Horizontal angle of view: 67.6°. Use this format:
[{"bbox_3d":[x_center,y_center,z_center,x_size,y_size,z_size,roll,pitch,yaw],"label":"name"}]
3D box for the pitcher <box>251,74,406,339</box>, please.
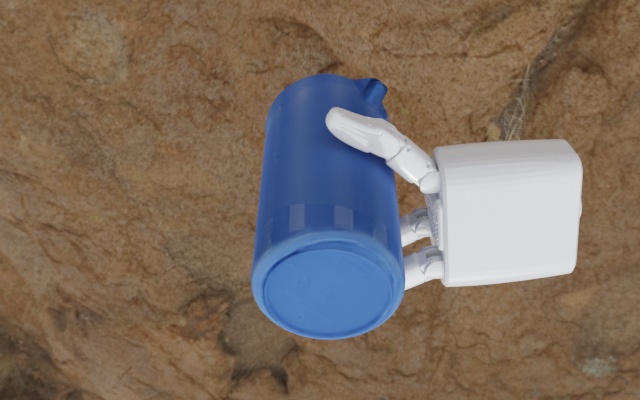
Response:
[{"bbox_3d":[0.000,0.001,0.426,0.145,0.149,0.242,-3,36,3],"label":"pitcher"}]
